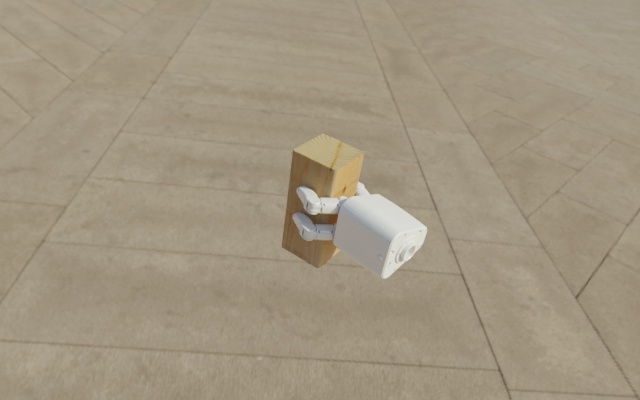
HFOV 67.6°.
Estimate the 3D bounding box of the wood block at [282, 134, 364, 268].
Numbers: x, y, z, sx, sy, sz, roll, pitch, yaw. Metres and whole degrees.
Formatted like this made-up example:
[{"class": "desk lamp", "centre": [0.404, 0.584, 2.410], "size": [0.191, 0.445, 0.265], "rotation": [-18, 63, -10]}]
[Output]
[{"class": "wood block", "centre": [0.001, 0.003, 0.840], "size": [0.090, 0.206, 0.090], "rotation": [27, 38, 24]}]
